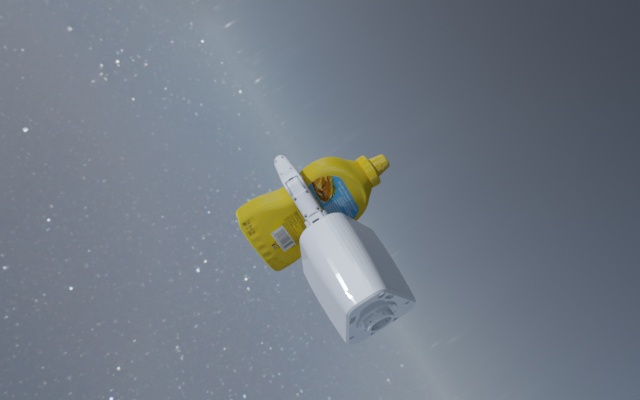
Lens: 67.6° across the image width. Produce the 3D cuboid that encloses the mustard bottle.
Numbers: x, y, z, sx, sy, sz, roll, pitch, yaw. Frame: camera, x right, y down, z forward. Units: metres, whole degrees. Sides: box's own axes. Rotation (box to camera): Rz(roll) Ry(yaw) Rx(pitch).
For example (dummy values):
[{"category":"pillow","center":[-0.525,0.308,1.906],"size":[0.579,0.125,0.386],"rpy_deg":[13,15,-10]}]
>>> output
[{"category":"mustard bottle","center":[0.000,0.002,0.586],"size":[0.191,0.096,0.058],"rpy_deg":[-32,31,0]}]
